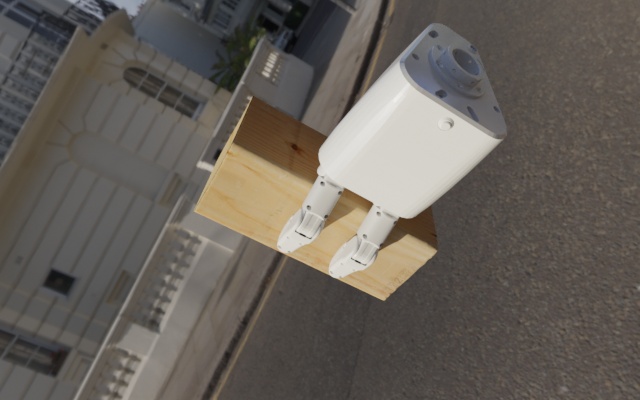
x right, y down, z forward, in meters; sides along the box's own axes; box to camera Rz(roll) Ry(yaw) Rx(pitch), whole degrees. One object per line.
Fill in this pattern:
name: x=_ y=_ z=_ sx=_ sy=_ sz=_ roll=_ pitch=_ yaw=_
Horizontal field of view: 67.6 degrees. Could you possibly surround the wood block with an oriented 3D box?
wood block: x=0.000 y=0.001 z=0.463 sx=0.206 sy=0.090 sz=0.090 roll=28 pitch=35 yaw=-15
